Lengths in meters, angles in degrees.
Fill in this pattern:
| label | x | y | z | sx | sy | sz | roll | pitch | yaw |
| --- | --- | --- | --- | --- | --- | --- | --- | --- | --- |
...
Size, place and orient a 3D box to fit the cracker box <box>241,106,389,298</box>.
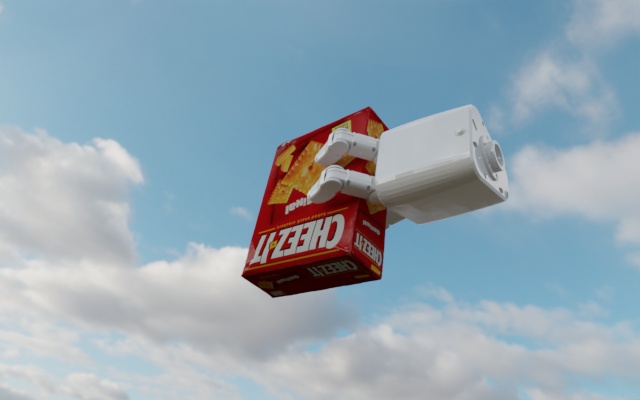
| label | x | y | z | sx | sy | sz | roll | pitch | yaw |
| --- | --- | --- | --- | --- | --- | --- | --- | --- | --- |
| cracker box | 0.000 | 0.002 | 0.600 | 0.164 | 0.213 | 0.072 | -17 | -44 | 35 |
